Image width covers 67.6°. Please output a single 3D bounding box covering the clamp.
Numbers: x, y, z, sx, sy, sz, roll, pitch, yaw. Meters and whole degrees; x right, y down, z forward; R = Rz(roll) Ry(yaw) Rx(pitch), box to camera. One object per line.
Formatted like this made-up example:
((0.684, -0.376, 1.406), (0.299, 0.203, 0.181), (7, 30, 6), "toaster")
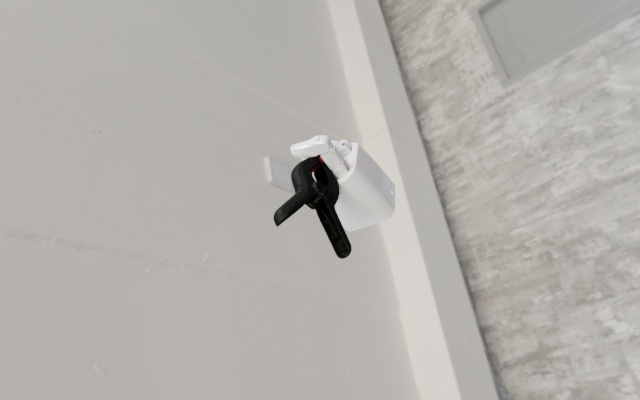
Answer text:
((0.000, 0.002, 0.674), (0.120, 0.171, 0.039), (40, -53, -22), "clamp")
